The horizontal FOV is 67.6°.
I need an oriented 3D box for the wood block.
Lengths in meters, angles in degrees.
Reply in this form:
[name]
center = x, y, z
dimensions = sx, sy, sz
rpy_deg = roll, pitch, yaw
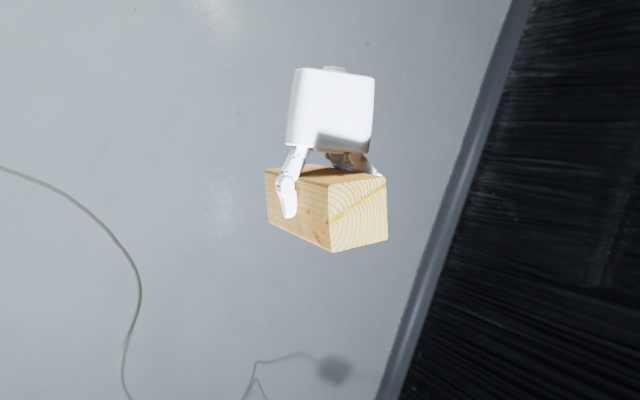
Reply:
[wood block]
center = 0.000, 0.002, 0.704
dimensions = 0.091, 0.090, 0.206
rpy_deg = -9, 13, -27
